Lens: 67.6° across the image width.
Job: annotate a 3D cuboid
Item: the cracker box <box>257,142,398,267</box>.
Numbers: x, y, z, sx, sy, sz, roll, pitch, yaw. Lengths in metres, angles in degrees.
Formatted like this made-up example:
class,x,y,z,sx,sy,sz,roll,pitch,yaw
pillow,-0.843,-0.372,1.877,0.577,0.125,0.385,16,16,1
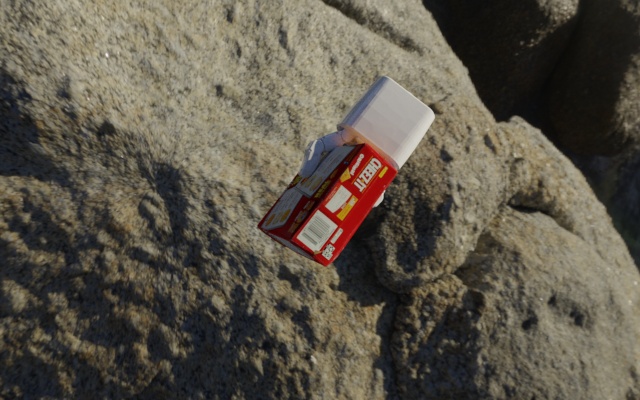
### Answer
class,x,y,z,sx,sy,sz,roll,pitch,yaw
cracker box,0.000,0.002,0.711,0.072,0.164,0.213,40,-11,-16
